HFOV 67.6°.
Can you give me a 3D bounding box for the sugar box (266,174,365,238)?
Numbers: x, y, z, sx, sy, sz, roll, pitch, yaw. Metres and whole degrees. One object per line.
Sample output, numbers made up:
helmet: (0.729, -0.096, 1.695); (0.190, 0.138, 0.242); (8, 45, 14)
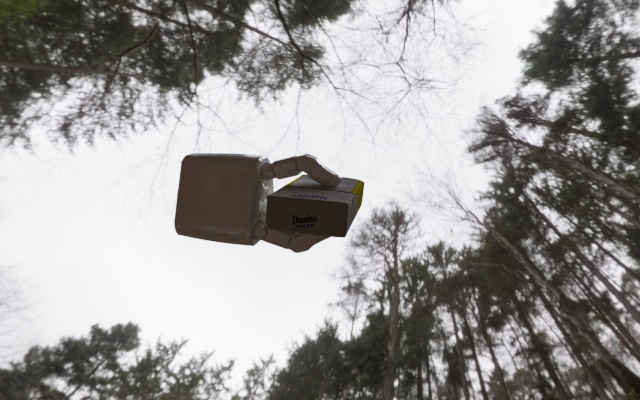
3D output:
sugar box: (0.000, 0.002, 0.601); (0.093, 0.048, 0.176); (6, 14, 10)
